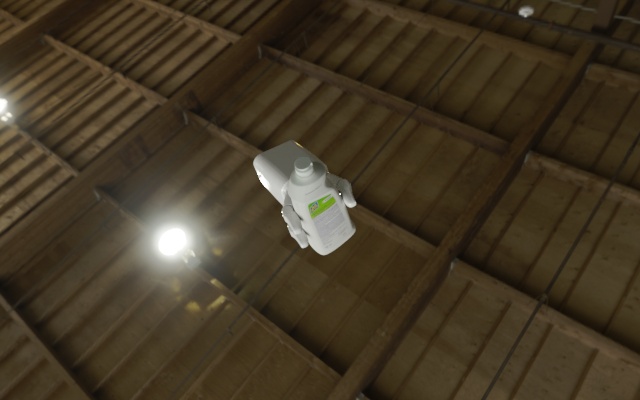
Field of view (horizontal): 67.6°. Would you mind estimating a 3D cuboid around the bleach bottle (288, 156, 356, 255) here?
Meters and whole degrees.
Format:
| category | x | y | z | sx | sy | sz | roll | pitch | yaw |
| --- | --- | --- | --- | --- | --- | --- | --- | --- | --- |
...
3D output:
| category | x | y | z | sx | sy | sz | roll | pitch | yaw |
| --- | --- | --- | --- | --- | --- | --- | --- | --- | --- |
| bleach bottle | 0.000 | 0.003 | 0.887 | 0.068 | 0.102 | 0.251 | 42 | -17 | 32 |
